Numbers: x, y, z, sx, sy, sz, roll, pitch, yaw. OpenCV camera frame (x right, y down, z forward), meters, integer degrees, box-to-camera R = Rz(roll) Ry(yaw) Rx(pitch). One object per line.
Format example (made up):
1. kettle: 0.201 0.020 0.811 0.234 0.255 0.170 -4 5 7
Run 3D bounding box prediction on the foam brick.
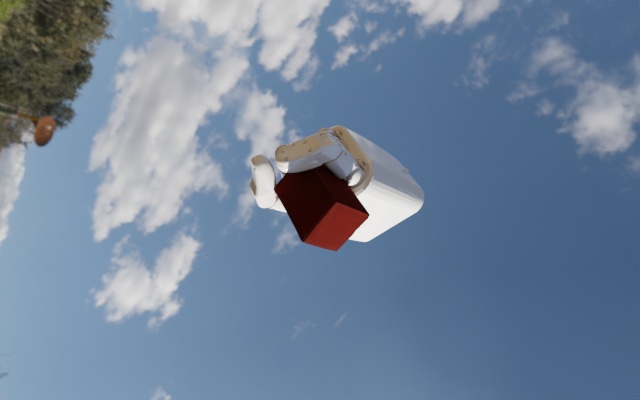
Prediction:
1. foam brick: 0.000 0.002 0.462 0.051 0.053 0.078 23 26 -44
